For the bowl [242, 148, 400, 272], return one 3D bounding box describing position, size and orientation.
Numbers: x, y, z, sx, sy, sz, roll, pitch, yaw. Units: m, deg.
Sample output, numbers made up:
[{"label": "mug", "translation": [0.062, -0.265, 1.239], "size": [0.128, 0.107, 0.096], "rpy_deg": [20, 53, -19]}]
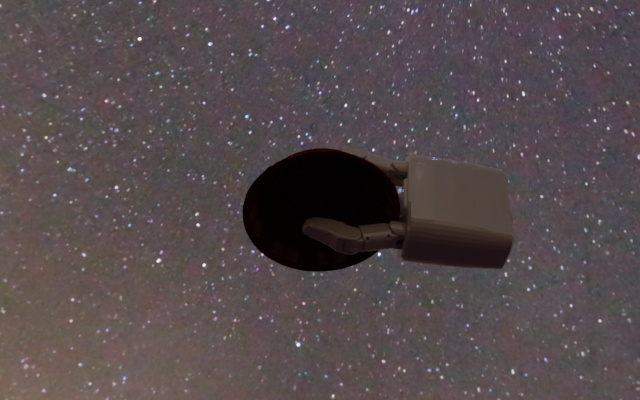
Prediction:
[{"label": "bowl", "translation": [-0.001, 0.001, 0.507], "size": [0.162, 0.162, 0.055], "rpy_deg": [0, 39, -4]}]
